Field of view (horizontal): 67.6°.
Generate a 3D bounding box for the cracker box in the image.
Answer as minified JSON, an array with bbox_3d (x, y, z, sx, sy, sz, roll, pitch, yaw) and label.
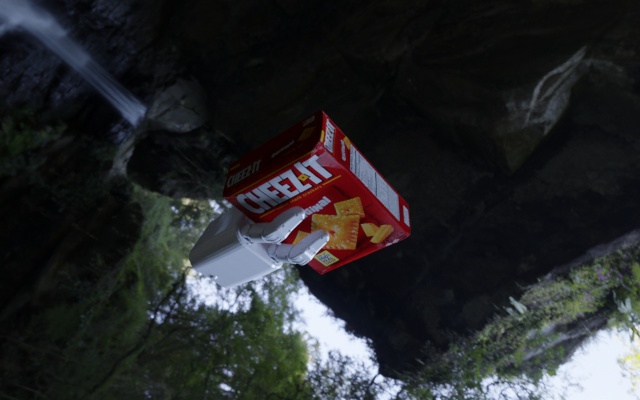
[{"bbox_3d":[0.000,0.002,0.659,0.164,0.072,0.214,-27,-51,28],"label":"cracker box"}]
